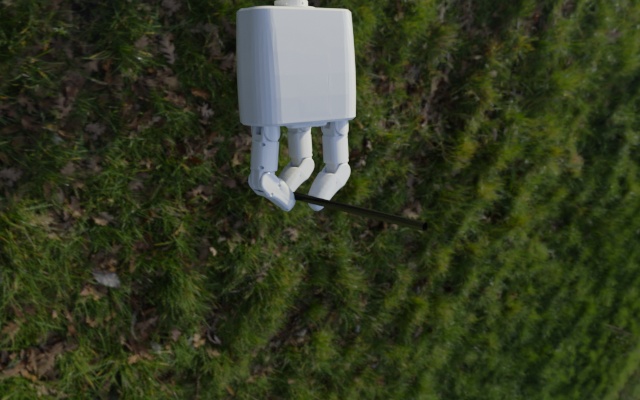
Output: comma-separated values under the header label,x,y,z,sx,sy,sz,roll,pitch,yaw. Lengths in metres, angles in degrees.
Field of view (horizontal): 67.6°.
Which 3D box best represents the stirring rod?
label,x,y,z,sx,sy,sz,roll,pitch,yaw
stirring rod,0.000,0.001,0.477,0.239,0.011,0.011,13,9,42
